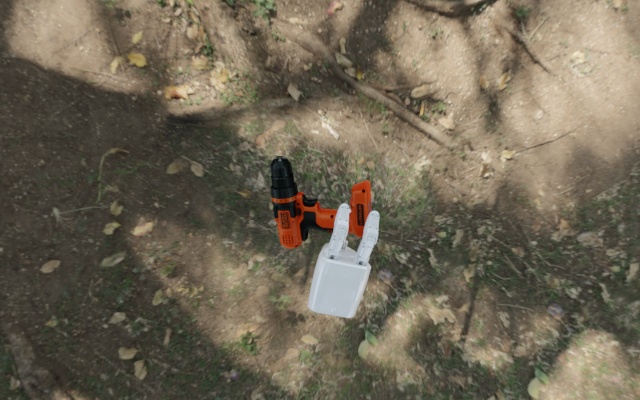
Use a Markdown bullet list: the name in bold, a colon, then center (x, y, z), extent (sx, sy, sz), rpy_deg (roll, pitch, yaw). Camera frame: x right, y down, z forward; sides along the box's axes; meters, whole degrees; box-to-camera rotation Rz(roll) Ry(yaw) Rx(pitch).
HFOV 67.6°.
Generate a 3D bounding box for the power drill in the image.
- **power drill**: center (0.001, 0.003, 0.896), extent (0.187, 0.184, 0.057), rpy_deg (0, 24, 15)
